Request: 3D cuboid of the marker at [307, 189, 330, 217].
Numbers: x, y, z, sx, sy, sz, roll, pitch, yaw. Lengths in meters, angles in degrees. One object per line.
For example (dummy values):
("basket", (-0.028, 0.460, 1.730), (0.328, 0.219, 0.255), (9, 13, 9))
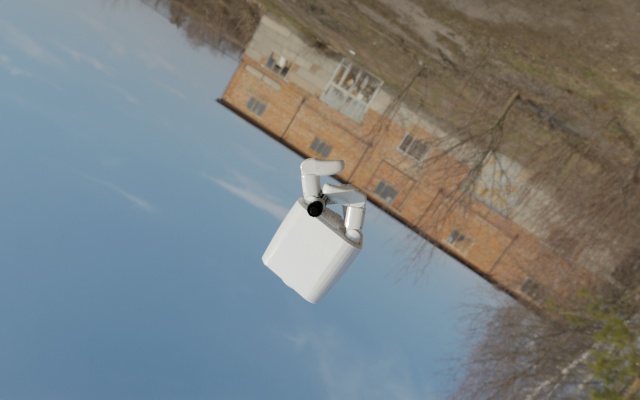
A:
("marker", (0.000, 0.002, 0.626), (0.020, 0.020, 0.121), (0, 10, 8))
